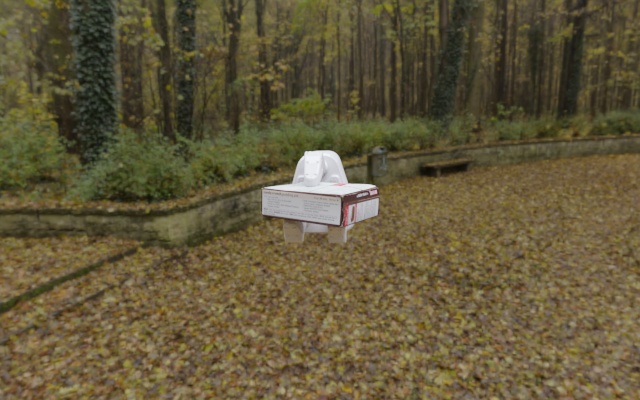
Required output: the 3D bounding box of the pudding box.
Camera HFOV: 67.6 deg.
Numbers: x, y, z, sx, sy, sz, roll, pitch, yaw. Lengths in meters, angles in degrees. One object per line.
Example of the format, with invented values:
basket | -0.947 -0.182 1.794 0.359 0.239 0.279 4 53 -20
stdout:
pudding box | 0.000 0.002 0.559 0.113 0.039 0.090 4 10 33
